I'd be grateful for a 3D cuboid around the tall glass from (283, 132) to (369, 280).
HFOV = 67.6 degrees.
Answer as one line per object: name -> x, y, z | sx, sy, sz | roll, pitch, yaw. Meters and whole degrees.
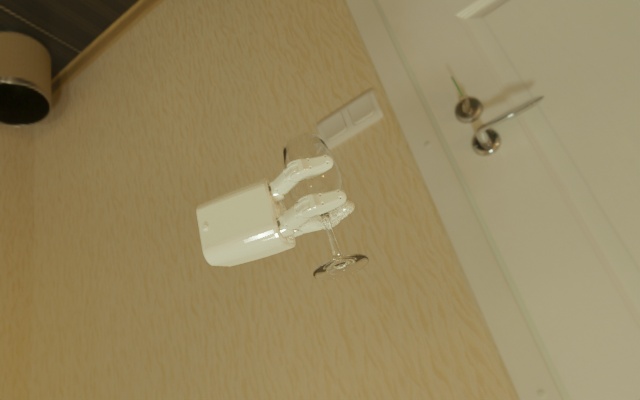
tall glass -> 0.000, 0.003, 0.656 | 0.079, 0.201, 0.079 | -13, -28, -7
